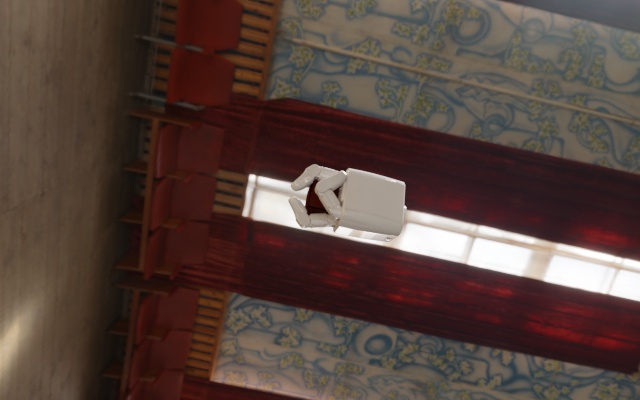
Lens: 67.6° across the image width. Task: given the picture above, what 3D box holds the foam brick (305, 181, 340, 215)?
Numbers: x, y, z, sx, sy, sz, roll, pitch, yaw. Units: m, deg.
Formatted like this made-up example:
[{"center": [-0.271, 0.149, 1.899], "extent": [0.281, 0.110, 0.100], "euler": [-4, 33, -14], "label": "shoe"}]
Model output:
[{"center": [0.000, 0.003, 0.874], "extent": [0.051, 0.053, 0.078], "euler": [11, -16, -5], "label": "foam brick"}]
